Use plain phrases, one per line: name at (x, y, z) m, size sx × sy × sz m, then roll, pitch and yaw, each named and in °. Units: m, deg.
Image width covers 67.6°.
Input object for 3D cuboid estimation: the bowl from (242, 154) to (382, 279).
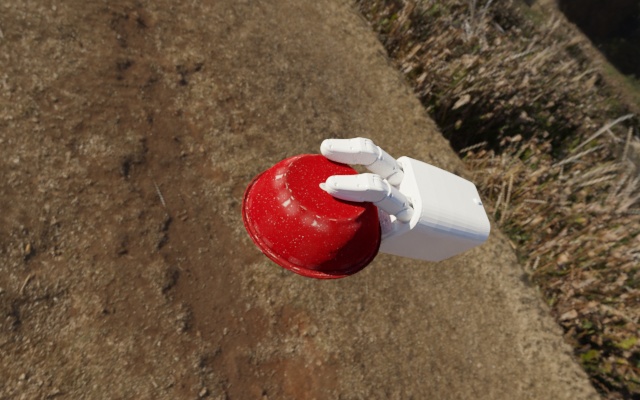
bowl at (-0.001, 0.001, 0.511) m, size 0.162 × 0.162 × 0.055 m, roll 0°, pitch -40°, yaw -22°
